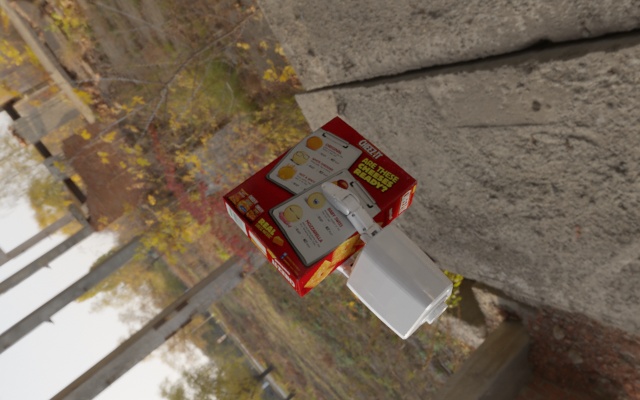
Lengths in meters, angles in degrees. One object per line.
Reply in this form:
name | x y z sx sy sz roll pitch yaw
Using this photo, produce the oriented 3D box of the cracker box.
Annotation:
cracker box | 0.000 0.002 0.667 0.213 0.164 0.072 -38 -25 -19
